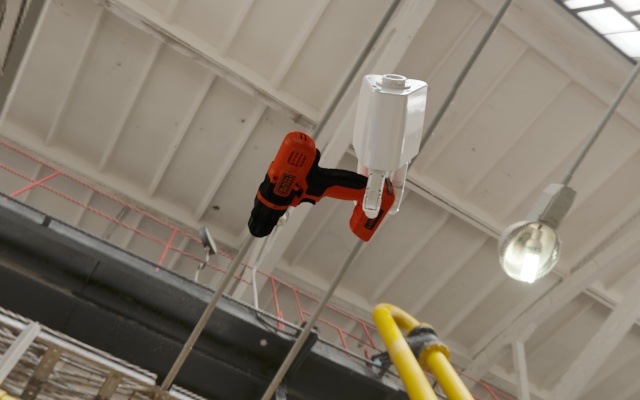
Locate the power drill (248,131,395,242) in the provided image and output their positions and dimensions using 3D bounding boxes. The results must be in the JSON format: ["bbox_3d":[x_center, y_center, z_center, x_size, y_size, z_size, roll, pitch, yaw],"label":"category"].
[{"bbox_3d":[0.001,0.002,0.709,0.188,0.184,0.057,16,35,-20],"label":"power drill"}]
